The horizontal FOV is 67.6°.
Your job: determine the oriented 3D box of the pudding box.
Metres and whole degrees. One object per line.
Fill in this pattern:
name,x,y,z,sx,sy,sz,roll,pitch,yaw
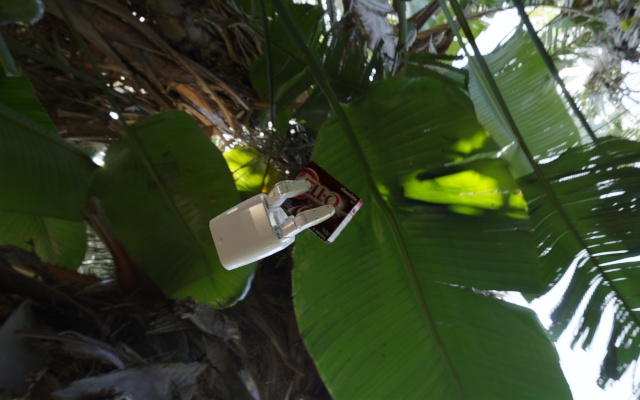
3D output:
pudding box,0.000,0.003,0.779,0.113,0.090,0.039,39,1,19
